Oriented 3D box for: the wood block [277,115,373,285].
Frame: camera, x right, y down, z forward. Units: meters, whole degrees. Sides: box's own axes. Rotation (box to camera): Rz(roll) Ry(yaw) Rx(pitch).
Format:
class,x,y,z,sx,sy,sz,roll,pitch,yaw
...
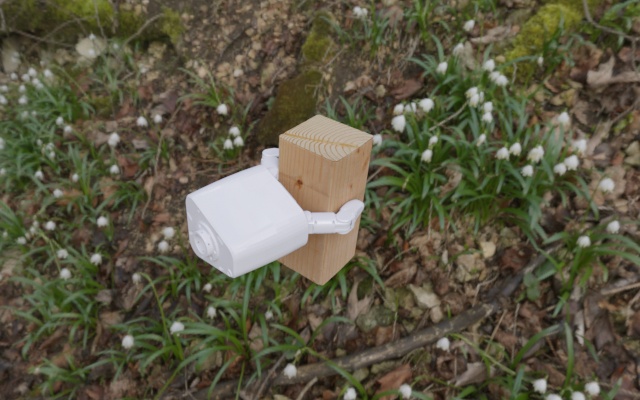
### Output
class,x,y,z,sx,sy,sz,roll,pitch,yaw
wood block,0.000,0.002,0.661,0.091,0.206,0.090,26,41,26
